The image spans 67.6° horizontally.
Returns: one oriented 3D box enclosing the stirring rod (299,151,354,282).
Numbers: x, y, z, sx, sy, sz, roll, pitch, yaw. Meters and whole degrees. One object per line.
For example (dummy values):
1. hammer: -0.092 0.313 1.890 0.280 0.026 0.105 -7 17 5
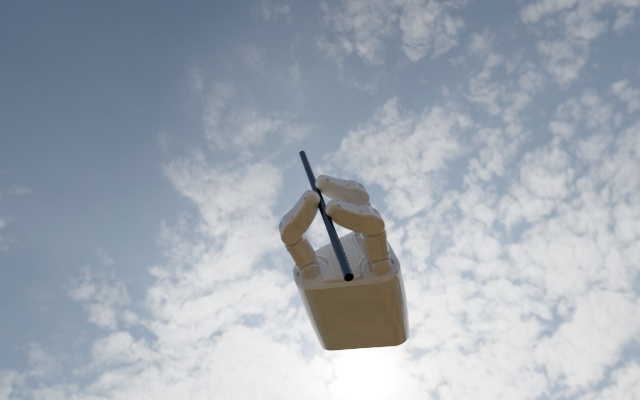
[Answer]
1. stirring rod: 0.000 0.002 0.472 0.011 0.011 0.239 0 29 -12
